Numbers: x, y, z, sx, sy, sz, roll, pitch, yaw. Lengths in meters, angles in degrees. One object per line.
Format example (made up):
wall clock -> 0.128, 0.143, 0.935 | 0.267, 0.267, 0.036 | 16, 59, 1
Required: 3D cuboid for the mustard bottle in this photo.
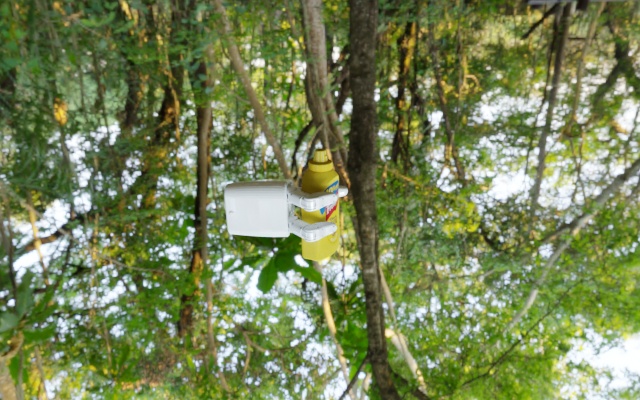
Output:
mustard bottle -> 0.000, 0.003, 0.842 | 0.058, 0.192, 0.096 | 10, 25, 26
